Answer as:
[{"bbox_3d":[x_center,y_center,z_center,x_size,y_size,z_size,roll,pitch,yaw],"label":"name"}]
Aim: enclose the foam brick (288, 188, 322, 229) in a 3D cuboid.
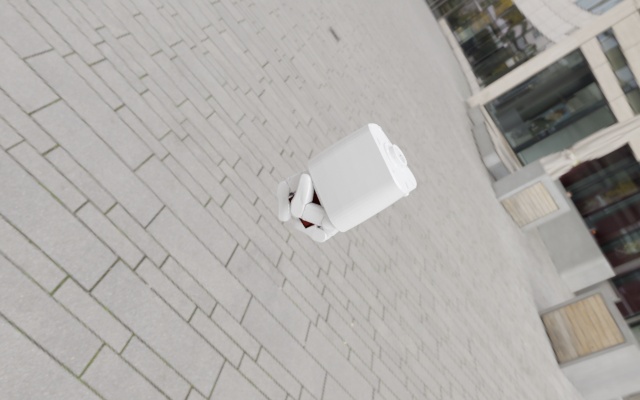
[{"bbox_3d":[0.000,0.002,0.707,0.051,0.053,0.078,-32,-5,24],"label":"foam brick"}]
